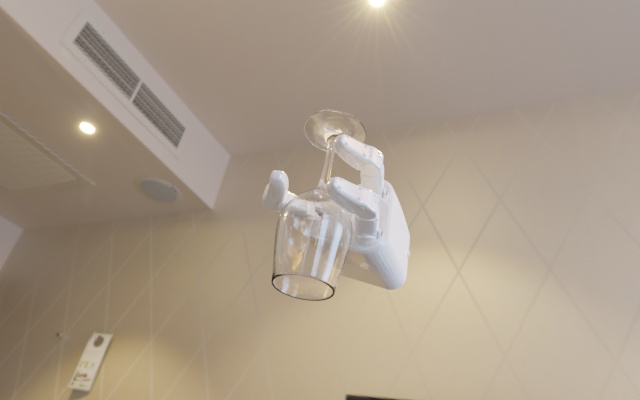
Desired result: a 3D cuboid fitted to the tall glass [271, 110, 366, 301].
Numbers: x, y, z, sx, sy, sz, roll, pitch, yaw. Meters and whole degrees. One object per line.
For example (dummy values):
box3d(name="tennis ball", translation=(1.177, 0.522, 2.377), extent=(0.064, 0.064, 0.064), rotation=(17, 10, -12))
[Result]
box3d(name="tall glass", translation=(0.000, 0.001, 0.508), extent=(0.079, 0.201, 0.079), rotation=(8, -33, 5))
